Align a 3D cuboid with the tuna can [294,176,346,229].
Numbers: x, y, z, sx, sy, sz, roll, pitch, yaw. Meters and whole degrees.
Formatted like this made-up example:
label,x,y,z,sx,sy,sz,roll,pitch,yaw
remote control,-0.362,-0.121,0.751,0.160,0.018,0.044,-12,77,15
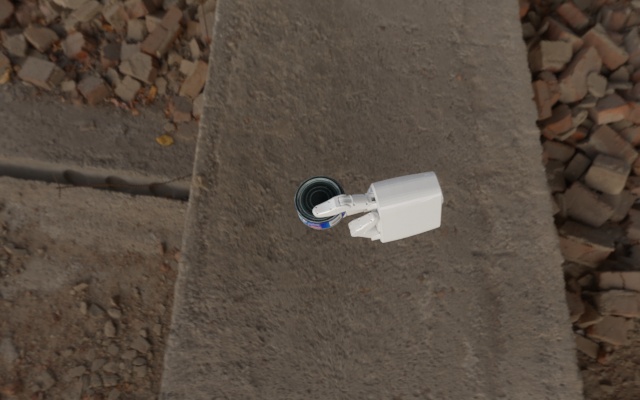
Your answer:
label,x,y,z,sx,sy,sz,roll,pitch,yaw
tuna can,0.000,0.002,0.793,0.086,0.086,0.034,0,-20,8
